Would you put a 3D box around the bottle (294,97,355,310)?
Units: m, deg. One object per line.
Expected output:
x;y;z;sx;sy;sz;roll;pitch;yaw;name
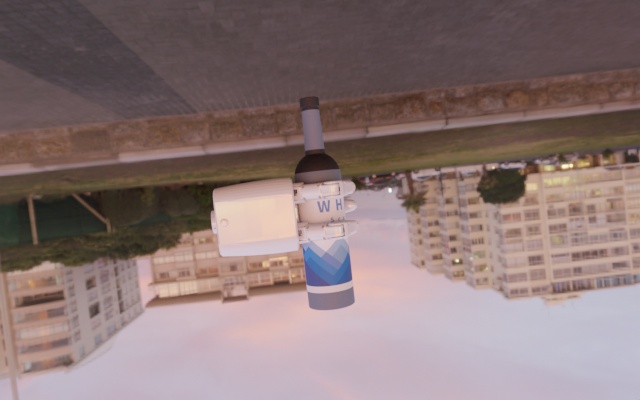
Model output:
0.000;0.002;0.679;0.069;0.296;0.069;-6;2;0;bottle
